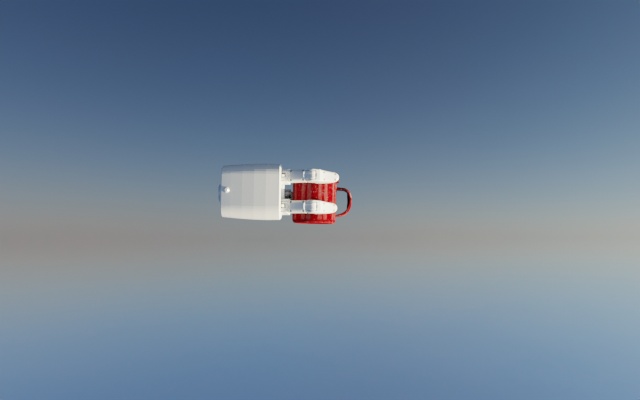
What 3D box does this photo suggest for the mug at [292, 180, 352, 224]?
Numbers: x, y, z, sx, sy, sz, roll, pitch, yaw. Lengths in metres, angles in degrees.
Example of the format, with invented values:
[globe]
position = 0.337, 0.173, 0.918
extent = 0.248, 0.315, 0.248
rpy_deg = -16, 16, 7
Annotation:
[mug]
position = 0.002, 0.003, 0.898
extent = 0.117, 0.081, 0.093
rpy_deg = 1, -5, 0
